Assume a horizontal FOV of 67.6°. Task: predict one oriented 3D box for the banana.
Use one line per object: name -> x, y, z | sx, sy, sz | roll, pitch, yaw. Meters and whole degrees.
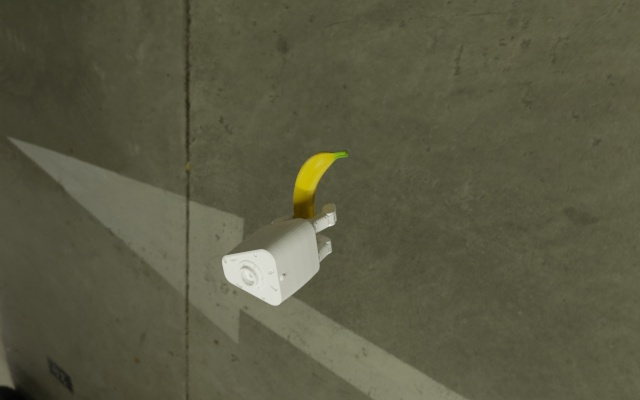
banana -> -0.015, -0.008, 0.828 | 0.069, 0.198, 0.037 | 28, 32, 15
